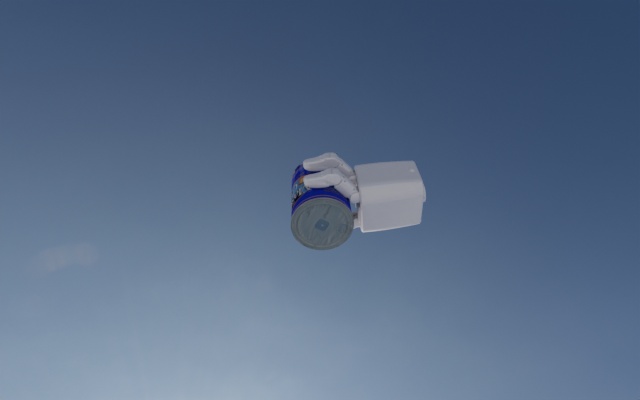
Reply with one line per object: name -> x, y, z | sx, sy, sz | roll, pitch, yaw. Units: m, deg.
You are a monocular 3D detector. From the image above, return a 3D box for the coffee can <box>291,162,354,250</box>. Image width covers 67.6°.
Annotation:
coffee can -> 0.000, 0.003, 0.827 | 0.103, 0.103, 0.140 | 0, 34, -3
